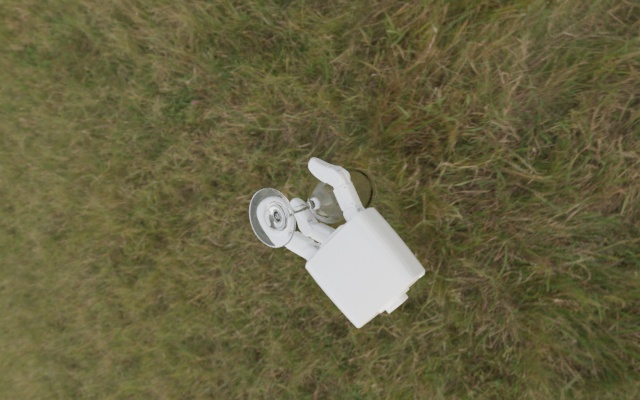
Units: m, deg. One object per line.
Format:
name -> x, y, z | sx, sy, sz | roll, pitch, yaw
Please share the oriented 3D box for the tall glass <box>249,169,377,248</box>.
tall glass -> 0.000, 0.002, 0.652 | 0.079, 0.079, 0.201 | 0, 12, 38
